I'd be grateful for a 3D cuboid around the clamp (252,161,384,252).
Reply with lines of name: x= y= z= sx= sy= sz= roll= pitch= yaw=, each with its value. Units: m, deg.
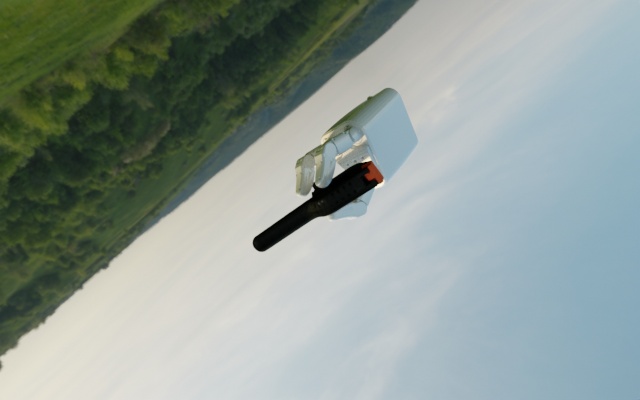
clamp: x=0.001 y=0.002 z=0.641 sx=0.164 sy=0.036 sz=0.210 roll=-45 pitch=12 yaw=-32
